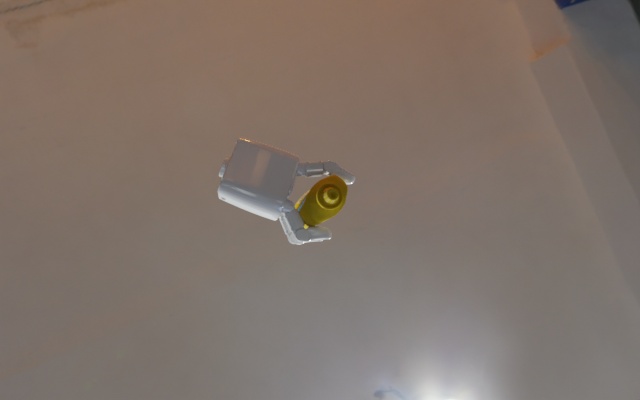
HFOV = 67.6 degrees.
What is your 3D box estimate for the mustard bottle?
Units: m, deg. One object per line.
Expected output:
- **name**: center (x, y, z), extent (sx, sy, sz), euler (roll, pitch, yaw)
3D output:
- **mustard bottle**: center (0.000, 0.003, 0.794), extent (0.058, 0.096, 0.191), euler (44, -13, -2)
